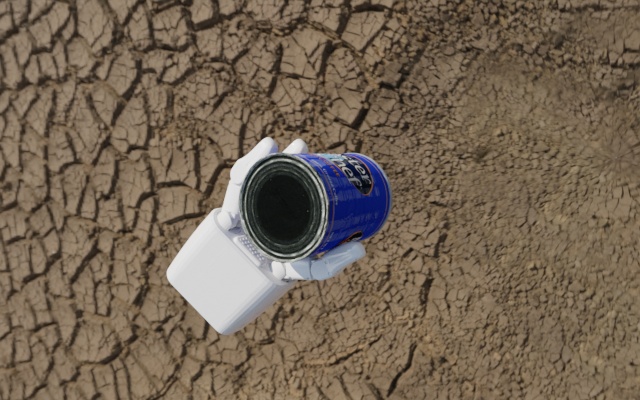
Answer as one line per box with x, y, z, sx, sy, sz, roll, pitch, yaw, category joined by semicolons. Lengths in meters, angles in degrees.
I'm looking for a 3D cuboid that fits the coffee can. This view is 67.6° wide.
0.000;0.002;0.496;0.103;0.103;0.140;0;4;32;coffee can
